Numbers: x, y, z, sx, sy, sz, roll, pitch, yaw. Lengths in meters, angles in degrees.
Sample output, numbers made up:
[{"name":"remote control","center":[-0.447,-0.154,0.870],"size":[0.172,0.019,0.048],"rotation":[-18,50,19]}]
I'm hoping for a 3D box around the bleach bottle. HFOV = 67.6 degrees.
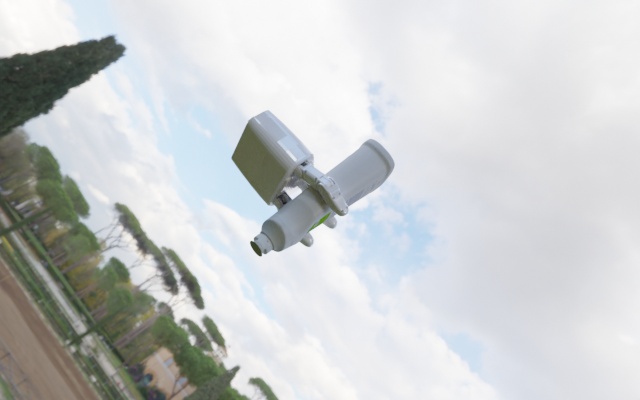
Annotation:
[{"name":"bleach bottle","center":[0.000,0.002,0.734],"size":[0.250,0.068,0.103],"rotation":[-35,-13,-28]}]
